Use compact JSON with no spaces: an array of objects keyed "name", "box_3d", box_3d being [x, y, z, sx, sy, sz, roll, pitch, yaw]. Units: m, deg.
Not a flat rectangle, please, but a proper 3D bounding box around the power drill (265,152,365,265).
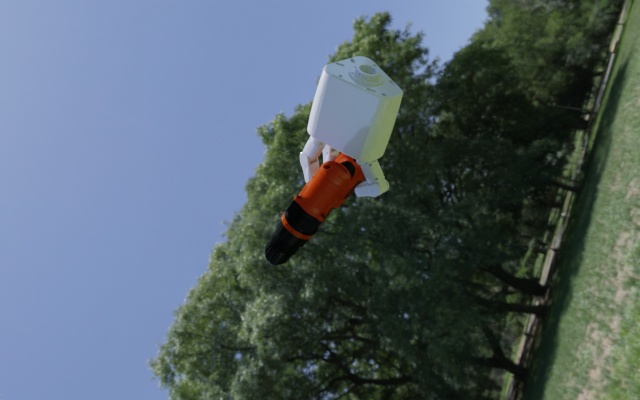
[{"name":"power drill","box_3d":[0.000,0.002,0.722,0.057,0.184,0.187,40,27,2]}]
